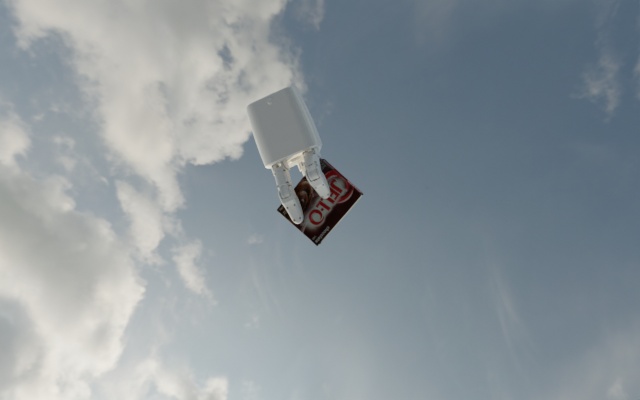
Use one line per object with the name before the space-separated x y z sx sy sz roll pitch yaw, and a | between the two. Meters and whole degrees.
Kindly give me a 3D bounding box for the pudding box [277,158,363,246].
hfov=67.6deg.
pudding box | 0.000 0.002 0.772 0.090 0.113 0.039 41 9 8
